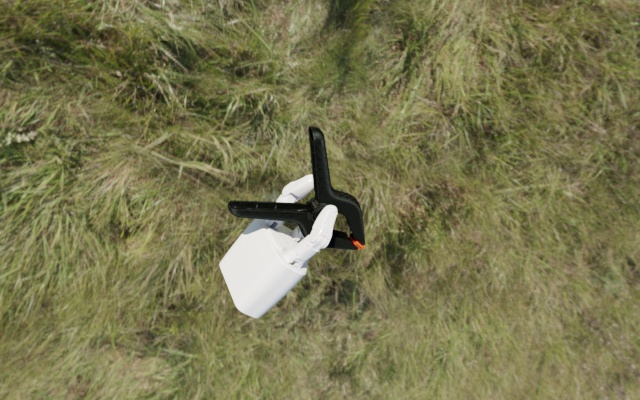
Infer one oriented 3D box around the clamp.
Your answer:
[{"bbox_3d":[0.001,0.003,0.673,0.210,0.164,0.036,33,20,-31],"label":"clamp"}]
